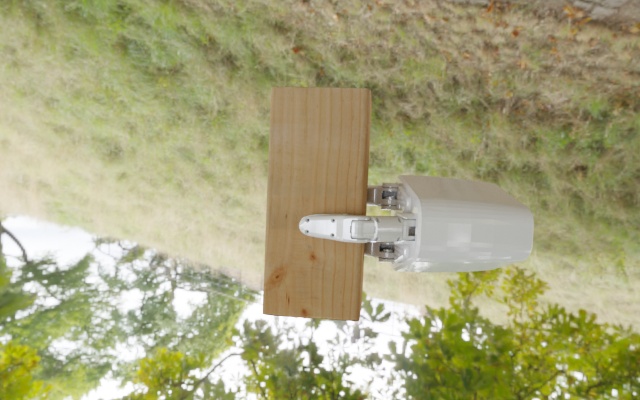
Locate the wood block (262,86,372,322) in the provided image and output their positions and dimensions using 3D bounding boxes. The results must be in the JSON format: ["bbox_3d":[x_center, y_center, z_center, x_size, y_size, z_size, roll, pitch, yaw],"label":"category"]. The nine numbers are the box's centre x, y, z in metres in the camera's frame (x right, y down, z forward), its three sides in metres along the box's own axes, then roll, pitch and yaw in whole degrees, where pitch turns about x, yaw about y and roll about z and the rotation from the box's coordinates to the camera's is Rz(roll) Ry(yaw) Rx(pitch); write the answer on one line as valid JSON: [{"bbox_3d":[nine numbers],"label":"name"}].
[{"bbox_3d":[0.000,0.002,0.465,0.090,0.206,0.091,3,2,7],"label":"wood block"}]
